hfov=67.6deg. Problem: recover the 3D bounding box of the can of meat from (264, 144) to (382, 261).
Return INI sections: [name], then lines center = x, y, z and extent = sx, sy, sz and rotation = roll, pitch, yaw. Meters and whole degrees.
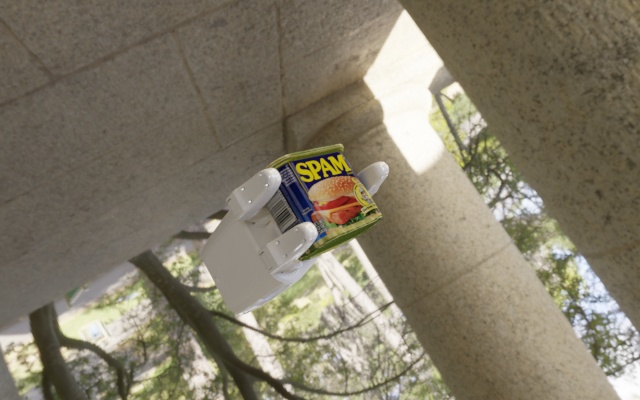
[can of meat]
center = 0.000, 0.002, 0.444
extent = 0.102, 0.084, 0.057
rotation = -18, -18, -48
